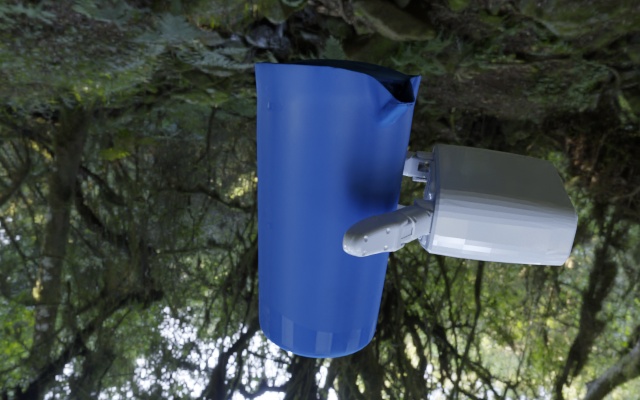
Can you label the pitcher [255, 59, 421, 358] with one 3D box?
[{"bbox_3d":[0.000,0.001,0.422,0.145,0.243,0.149,7,15,8],"label":"pitcher"}]
